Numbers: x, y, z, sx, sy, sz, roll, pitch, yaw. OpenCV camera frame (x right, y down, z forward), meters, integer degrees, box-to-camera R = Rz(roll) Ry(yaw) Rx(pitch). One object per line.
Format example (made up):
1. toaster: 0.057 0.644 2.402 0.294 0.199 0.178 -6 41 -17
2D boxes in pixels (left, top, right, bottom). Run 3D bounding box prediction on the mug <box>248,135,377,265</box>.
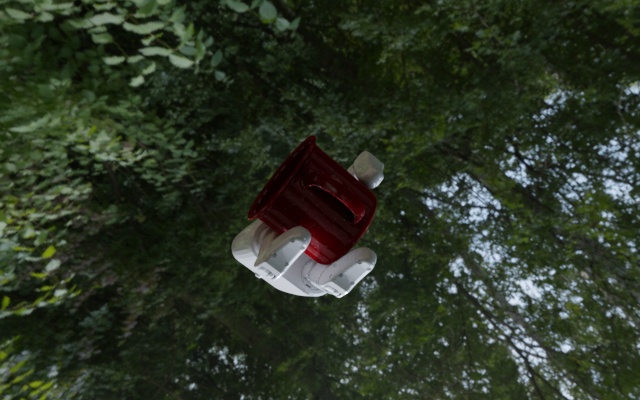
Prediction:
1. mug: 0.001 0.001 0.414 0.081 0.093 0.117 39 -21 -13
